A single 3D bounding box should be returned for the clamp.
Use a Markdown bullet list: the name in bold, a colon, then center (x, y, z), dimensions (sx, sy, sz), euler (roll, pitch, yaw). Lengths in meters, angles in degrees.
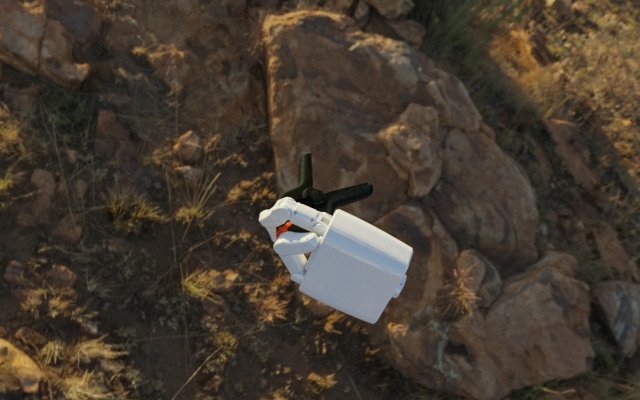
- **clamp**: center (0.000, 0.002, 0.664), dimensions (0.120, 0.039, 0.171), euler (17, 47, 12)
